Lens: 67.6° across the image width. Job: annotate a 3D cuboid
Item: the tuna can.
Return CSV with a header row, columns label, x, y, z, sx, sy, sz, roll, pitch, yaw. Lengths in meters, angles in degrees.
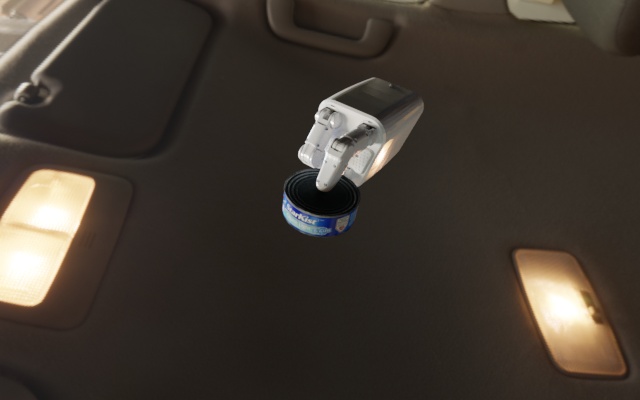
label,x,y,z,sx,sy,sz,roll,pitch,yaw
tuna can,0.000,0.002,0.539,0.086,0.034,0.086,6,38,-5
